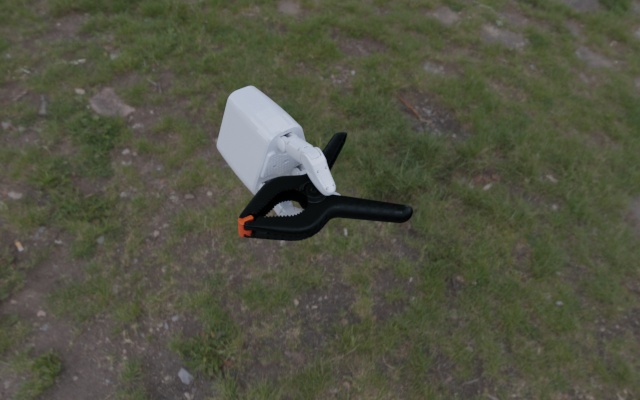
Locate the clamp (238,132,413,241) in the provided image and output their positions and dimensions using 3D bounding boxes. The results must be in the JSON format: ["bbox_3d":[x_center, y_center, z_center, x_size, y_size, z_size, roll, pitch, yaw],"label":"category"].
[{"bbox_3d":[0.000,0.002,0.594,0.210,0.164,0.036,-29,-31,-27],"label":"clamp"}]
